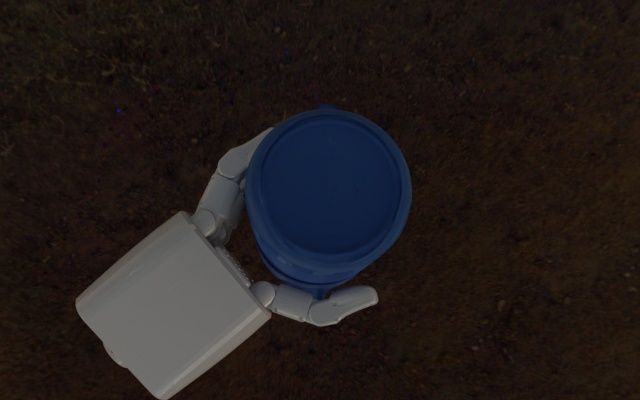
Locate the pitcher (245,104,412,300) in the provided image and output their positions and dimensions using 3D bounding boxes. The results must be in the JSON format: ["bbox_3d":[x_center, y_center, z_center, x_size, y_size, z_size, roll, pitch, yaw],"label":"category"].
[{"bbox_3d":[0.000,0.002,0.416,0.145,0.149,0.243,-39,-6,-9],"label":"pitcher"}]
